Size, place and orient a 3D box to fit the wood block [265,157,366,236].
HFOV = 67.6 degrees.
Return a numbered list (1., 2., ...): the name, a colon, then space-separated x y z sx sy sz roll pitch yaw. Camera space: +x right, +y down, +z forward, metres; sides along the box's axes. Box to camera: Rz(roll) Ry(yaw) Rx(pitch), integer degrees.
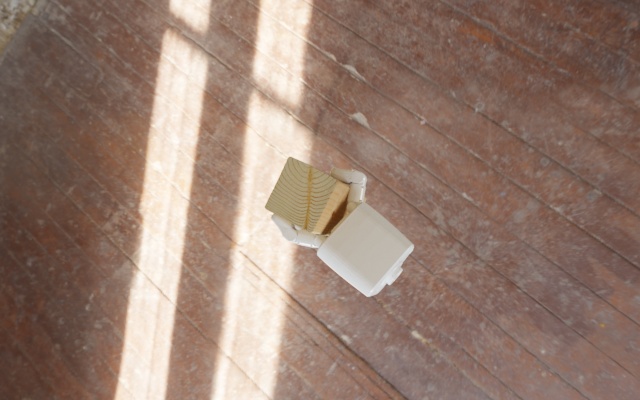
1. wood block: 0.001 0.003 0.807 0.090 0.091 0.206 27 1 18
